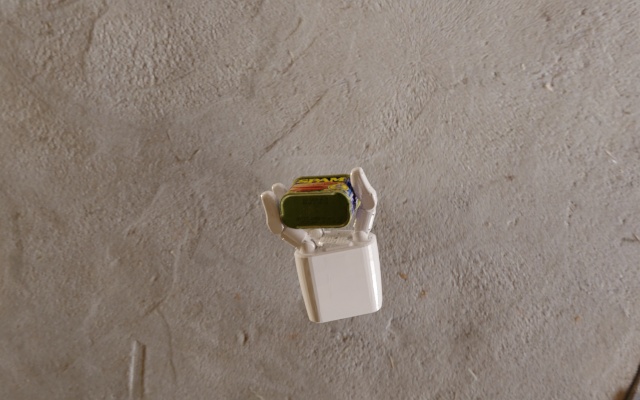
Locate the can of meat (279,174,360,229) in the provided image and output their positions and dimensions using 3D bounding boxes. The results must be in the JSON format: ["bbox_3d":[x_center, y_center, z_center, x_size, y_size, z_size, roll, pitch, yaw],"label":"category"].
[{"bbox_3d":[0.000,0.002,0.663,0.102,0.057,0.084,-3,16,12],"label":"can of meat"}]
